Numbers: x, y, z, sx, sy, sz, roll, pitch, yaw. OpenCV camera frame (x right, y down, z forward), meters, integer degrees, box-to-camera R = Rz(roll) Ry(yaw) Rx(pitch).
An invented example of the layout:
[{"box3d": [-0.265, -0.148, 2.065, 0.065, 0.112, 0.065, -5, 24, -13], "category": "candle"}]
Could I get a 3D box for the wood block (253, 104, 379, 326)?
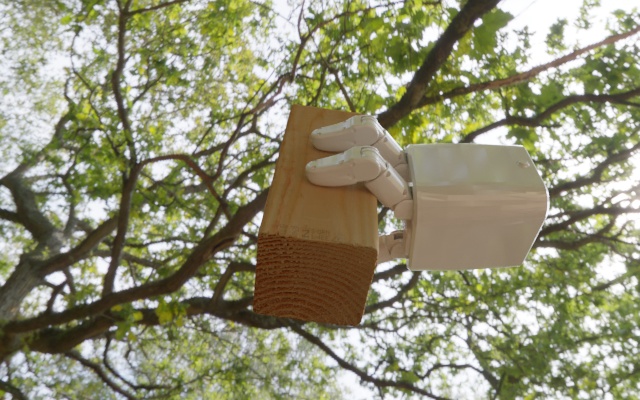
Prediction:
[{"box3d": [0.000, 0.002, 0.442, 0.090, 0.091, 0.206, 8, 37, -1], "category": "wood block"}]
